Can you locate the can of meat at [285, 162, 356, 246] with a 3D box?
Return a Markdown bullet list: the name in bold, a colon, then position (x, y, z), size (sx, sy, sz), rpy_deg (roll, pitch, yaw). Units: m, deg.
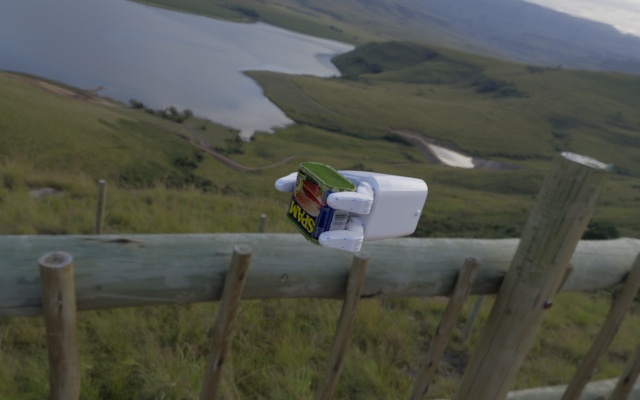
- **can of meat**: position (0.000, 0.002, 0.661), size (0.057, 0.084, 0.102), rpy_deg (1, 25, -33)
